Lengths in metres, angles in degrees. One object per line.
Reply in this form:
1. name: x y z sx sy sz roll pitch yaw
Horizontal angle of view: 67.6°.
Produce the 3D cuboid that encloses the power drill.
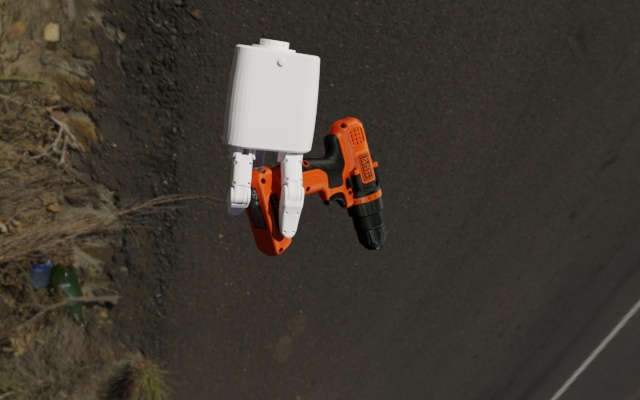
1. power drill: 0.000 0.002 0.610 0.187 0.184 0.057 -23 12 -34
